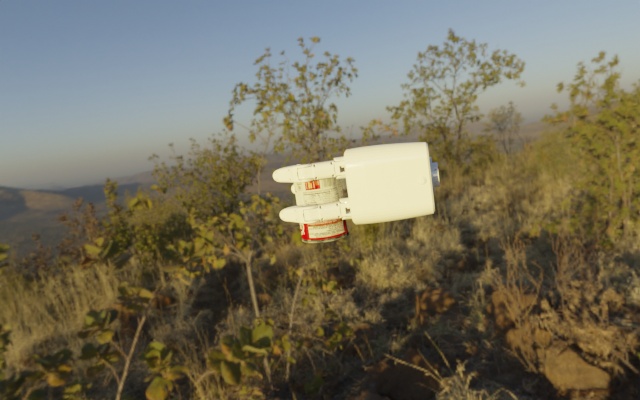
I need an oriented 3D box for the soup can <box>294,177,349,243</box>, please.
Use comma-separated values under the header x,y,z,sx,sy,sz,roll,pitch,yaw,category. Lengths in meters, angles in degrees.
x,y,z,sx,sy,sz,roll,pitch,yaw,category
0.000,0.002,0.670,0.068,0.102,0.068,-8,7,1,soup can
